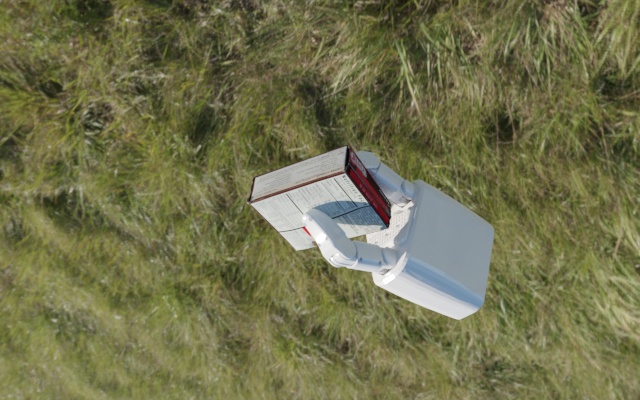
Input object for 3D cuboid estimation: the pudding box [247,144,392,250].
[{"bbox_3d":[0.000,0.002,0.465,0.113,0.039,0.090,-18,-47,26],"label":"pudding box"}]
